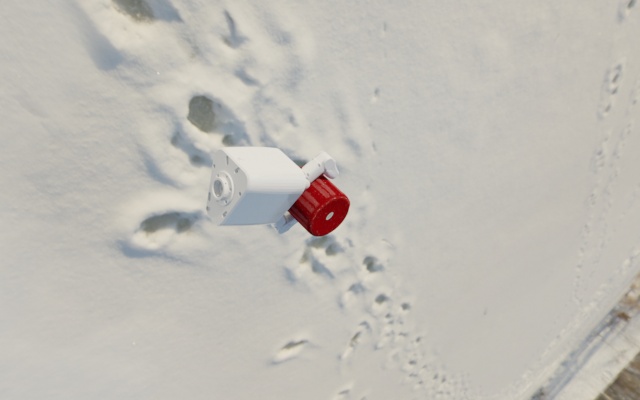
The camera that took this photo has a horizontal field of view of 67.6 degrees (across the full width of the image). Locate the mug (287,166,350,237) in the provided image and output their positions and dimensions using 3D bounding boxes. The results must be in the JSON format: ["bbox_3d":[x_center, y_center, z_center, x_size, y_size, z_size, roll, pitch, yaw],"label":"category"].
[{"bbox_3d":[0.001,0.003,0.766,0.117,0.093,0.081,-4,38,-45],"label":"mug"}]
